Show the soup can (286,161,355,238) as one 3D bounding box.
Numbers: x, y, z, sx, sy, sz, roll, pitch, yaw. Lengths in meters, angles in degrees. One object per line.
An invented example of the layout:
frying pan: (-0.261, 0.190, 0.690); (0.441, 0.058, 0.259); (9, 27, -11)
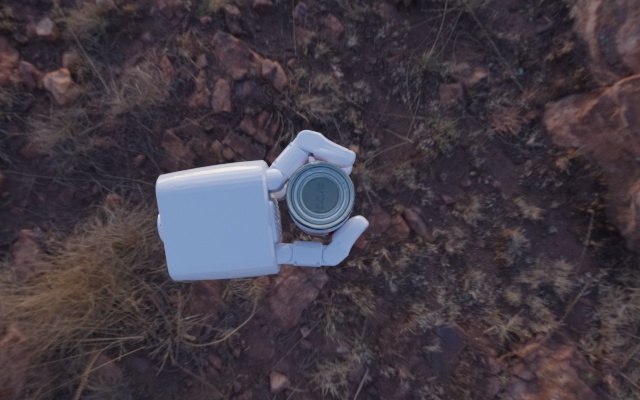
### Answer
soup can: (0.001, 0.002, 0.495); (0.068, 0.068, 0.102); (0, -8, 1)
